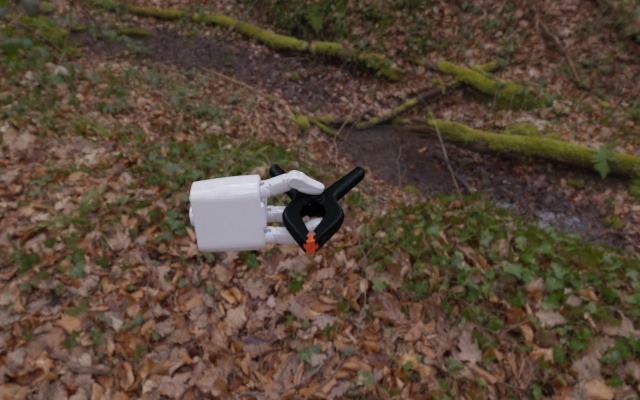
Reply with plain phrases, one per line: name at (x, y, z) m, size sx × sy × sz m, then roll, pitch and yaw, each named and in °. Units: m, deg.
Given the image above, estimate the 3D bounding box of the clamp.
clamp at (0.000, 0.002, 0.758) m, size 0.164 × 0.036 × 0.209 m, roll -4°, pitch 38°, yaw -3°
